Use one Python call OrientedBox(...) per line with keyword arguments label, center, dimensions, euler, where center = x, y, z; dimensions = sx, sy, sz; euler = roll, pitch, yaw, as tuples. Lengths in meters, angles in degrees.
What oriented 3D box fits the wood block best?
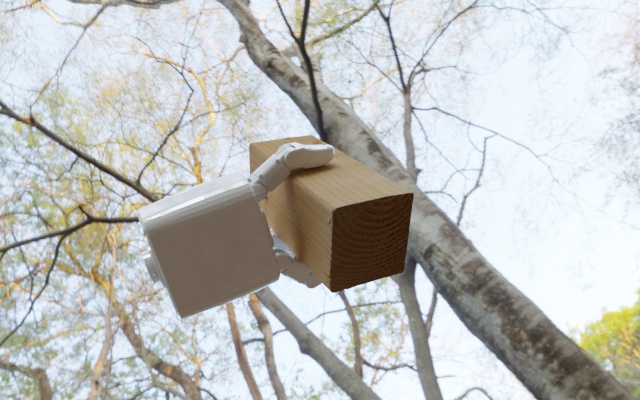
OrientedBox(label="wood block", center=(0.000, 0.001, 0.526), dimensions=(0.090, 0.091, 0.206), euler=(-11, 27, -26))
